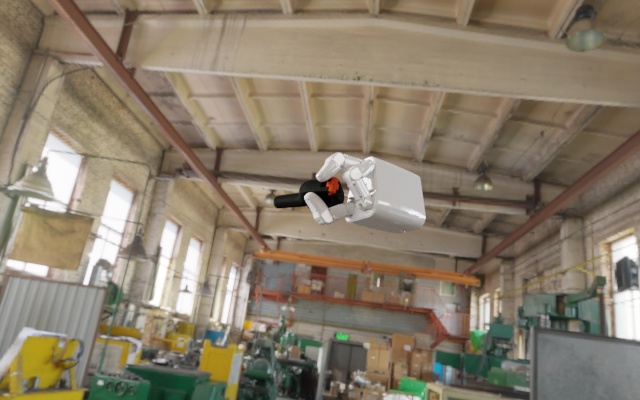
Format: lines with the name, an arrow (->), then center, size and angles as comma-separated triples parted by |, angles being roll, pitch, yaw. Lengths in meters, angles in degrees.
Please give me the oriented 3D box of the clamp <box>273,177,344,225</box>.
clamp -> 0.000, 0.002, 0.850 | 0.120, 0.039, 0.171 | 17, -19, -26
